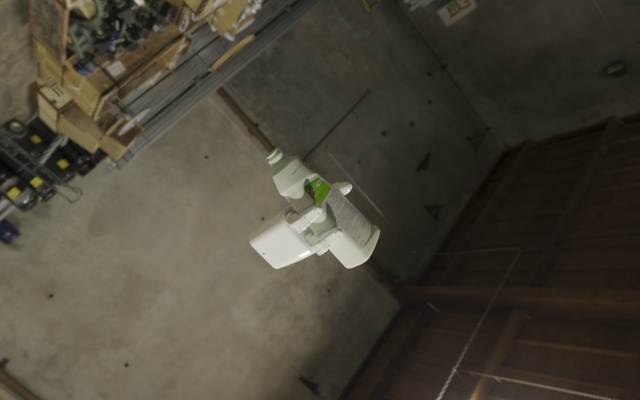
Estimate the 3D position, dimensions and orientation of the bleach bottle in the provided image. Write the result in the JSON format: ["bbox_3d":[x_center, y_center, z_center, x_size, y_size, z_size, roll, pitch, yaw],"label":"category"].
[{"bbox_3d":[0.000,0.003,0.861,0.068,0.251,0.102,-30,19,37],"label":"bleach bottle"}]
